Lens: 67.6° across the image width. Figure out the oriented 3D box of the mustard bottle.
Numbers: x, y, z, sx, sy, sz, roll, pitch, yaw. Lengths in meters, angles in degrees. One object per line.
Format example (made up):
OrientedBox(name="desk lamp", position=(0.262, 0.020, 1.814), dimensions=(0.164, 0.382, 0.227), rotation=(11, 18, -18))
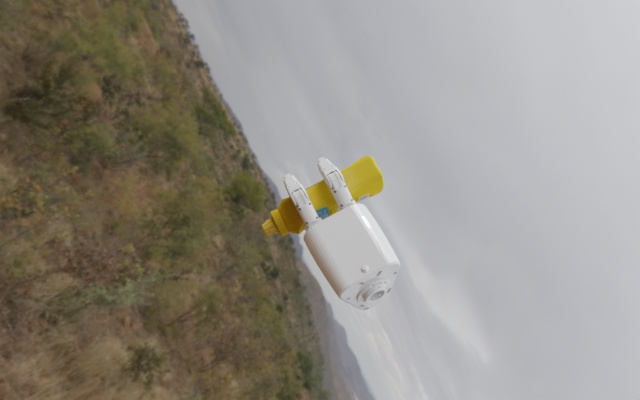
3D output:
OrientedBox(name="mustard bottle", position=(0.000, 0.002, 0.724), dimensions=(0.191, 0.058, 0.096), rotation=(-28, -10, -5))
